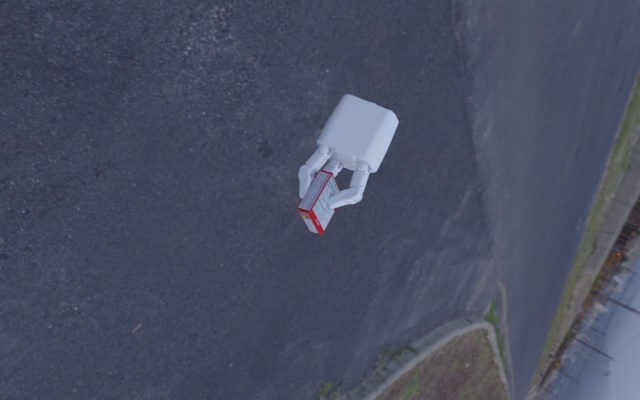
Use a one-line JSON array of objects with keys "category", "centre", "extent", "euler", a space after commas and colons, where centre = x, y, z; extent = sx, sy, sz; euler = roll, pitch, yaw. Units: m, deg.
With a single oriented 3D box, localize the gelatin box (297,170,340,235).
[{"category": "gelatin box", "centre": [0.000, 0.003, 0.836], "extent": [0.030, 0.089, 0.073], "euler": [14, -29, 28]}]
